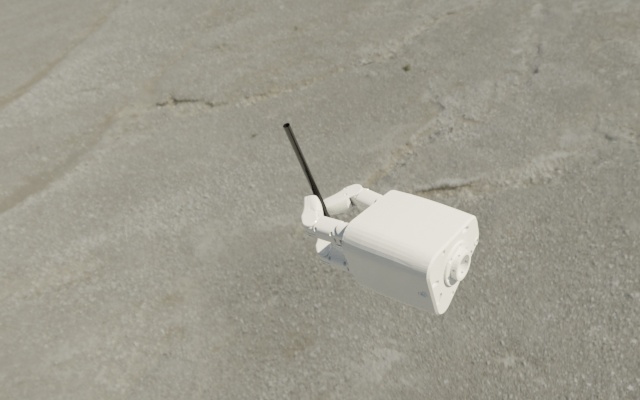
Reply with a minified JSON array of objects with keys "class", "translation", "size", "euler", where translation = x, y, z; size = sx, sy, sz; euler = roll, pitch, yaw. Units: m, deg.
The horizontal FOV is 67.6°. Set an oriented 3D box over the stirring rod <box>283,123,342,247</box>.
[{"class":"stirring rod","translation":[0.000,0.002,0.593],"size":[0.011,0.011,0.240],"euler":[0,-43,25]}]
